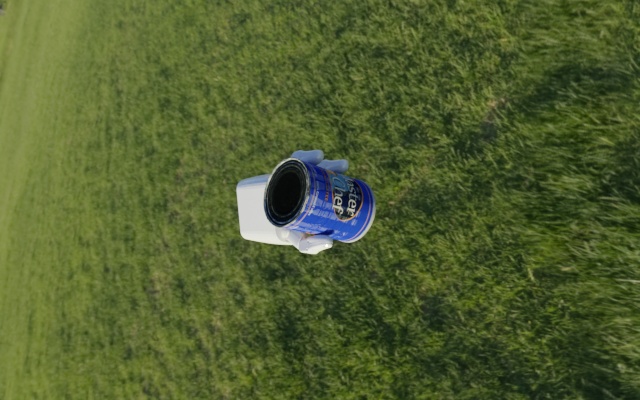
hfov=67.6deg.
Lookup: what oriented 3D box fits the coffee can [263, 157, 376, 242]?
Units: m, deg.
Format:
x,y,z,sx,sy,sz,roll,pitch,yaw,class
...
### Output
x,y,z,sx,sy,sz,roll,pitch,yaw,class
0.000,0.002,0.722,0.140,0.103,0.103,16,-11,-41,coffee can
